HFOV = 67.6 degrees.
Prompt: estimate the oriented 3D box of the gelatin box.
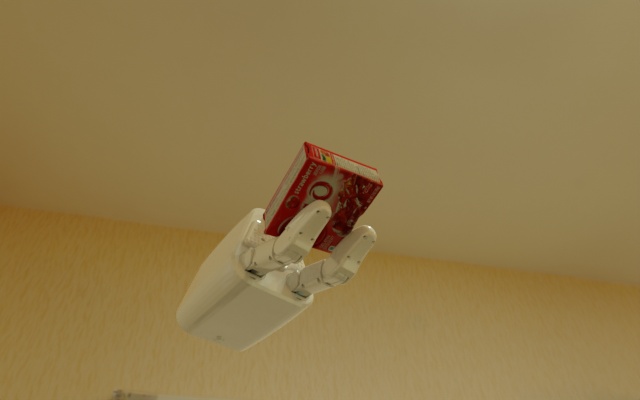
[{"bbox_3d":[0.000,0.001,0.418,0.073,0.089,0.030,19,32,-23],"label":"gelatin box"}]
